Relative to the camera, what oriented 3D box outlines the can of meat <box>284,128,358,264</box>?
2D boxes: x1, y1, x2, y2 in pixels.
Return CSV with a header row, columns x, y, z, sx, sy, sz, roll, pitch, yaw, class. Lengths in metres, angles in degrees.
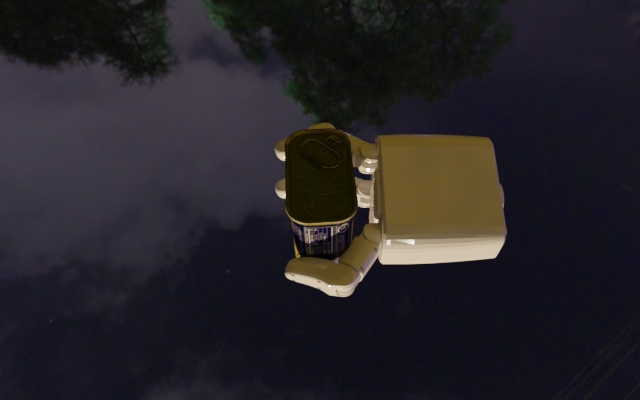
x,y,z,sx,sy,sz,roll,pitch,yaw,class
0.000,0.002,0.426,0.057,0.102,0.084,-3,-37,-1,can of meat
